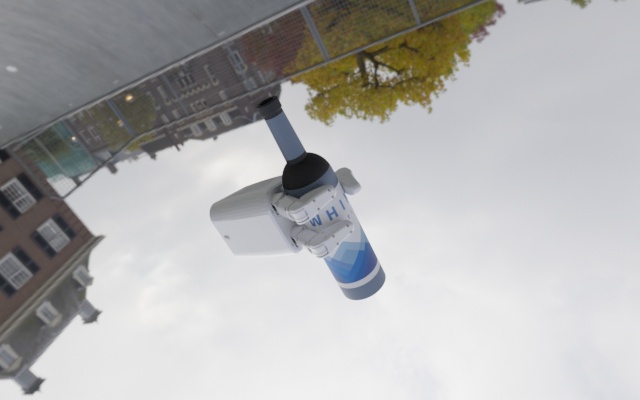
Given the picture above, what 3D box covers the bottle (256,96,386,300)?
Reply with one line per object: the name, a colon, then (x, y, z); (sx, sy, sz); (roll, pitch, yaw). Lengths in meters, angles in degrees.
bottle: (0.000, 0.002, 0.615); (0.069, 0.296, 0.069); (-22, 27, 12)
